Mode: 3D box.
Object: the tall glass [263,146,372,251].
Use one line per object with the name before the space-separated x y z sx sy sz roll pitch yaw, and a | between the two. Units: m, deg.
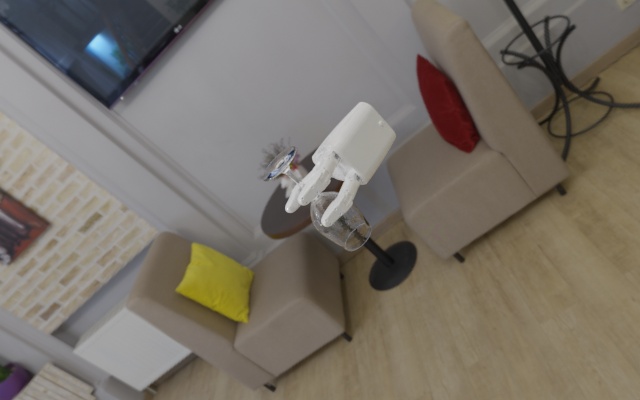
tall glass | 0.000 0.002 0.805 0.201 0.079 0.079 44 -21 -23
